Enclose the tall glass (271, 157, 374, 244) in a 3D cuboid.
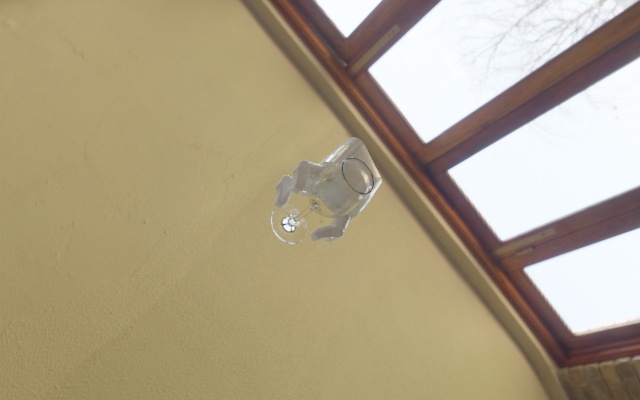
[{"bbox_3d":[0.000,0.003,0.780,0.079,0.079,0.201,0,-23,-38],"label":"tall glass"}]
